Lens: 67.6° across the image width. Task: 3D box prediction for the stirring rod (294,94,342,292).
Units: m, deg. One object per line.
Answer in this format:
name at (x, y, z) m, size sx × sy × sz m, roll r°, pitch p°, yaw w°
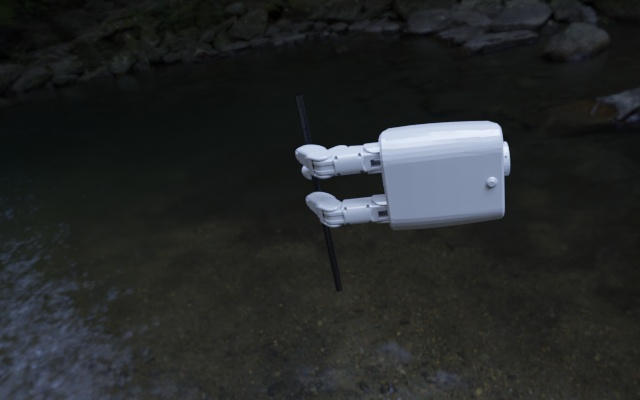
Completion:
stirring rod at (0.000, 0.002, 0.523) m, size 0.011 × 0.240 × 0.011 m, roll -10°, pitch 26°, yaw 5°
